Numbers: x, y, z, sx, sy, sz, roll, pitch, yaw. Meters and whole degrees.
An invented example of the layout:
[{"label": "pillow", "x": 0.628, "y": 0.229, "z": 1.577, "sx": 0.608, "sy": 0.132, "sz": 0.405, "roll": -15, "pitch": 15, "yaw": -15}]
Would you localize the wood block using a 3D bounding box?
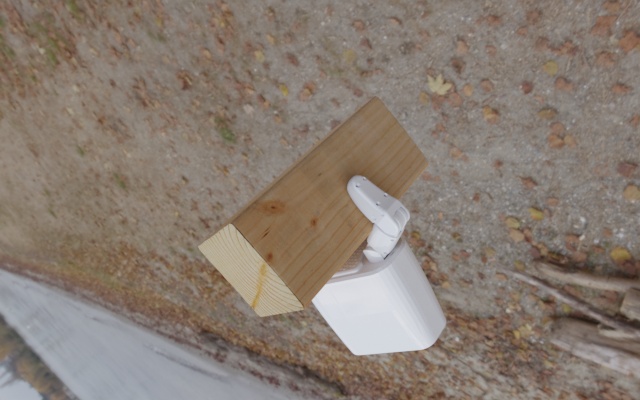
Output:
[{"label": "wood block", "x": 0.000, "y": 0.002, "z": 0.452, "sx": 0.206, "sy": 0.090, "sz": 0.091, "roll": -45, "pitch": 9, "yaw": -34}]
